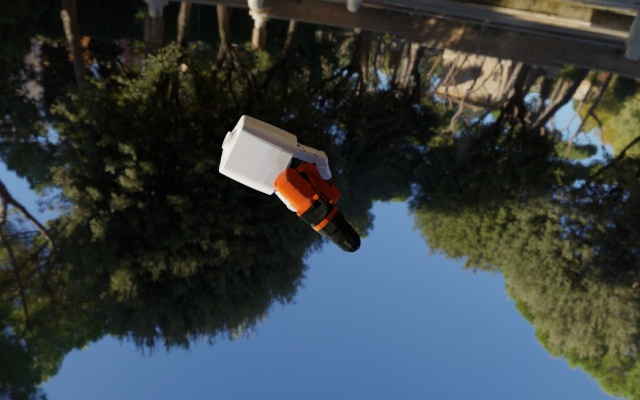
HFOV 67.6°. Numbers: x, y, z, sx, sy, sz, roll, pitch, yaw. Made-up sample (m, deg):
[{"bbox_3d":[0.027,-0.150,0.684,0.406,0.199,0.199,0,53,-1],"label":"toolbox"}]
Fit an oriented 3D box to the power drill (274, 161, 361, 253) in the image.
[{"bbox_3d":[0.000,0.003,0.869,0.057,0.184,0.187,-43,9,9],"label":"power drill"}]
